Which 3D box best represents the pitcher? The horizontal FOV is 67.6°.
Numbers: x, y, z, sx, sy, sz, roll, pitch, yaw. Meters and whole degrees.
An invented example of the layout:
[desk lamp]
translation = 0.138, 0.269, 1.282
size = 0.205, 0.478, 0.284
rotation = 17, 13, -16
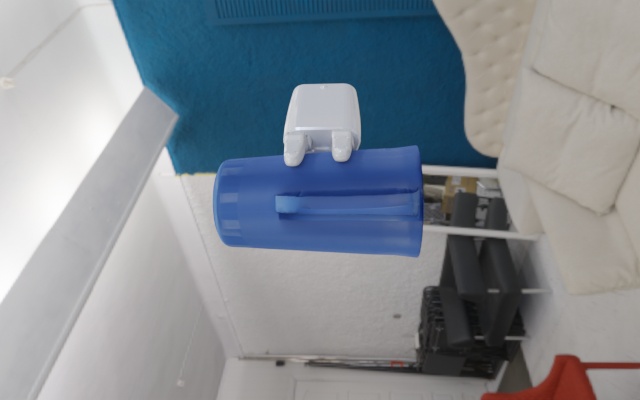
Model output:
[pitcher]
translation = 0.000, 0.002, 0.568
size = 0.243, 0.145, 0.149
rotation = -1, -42, 4
